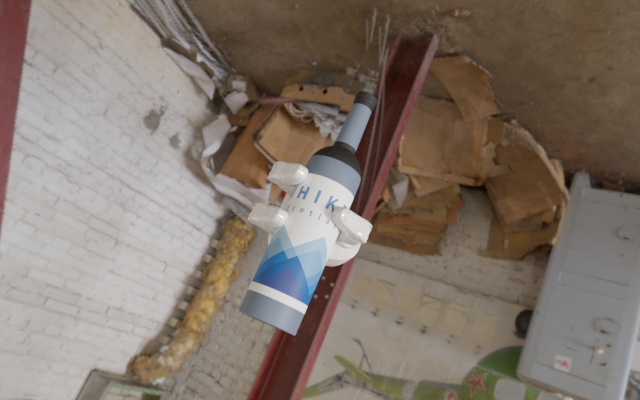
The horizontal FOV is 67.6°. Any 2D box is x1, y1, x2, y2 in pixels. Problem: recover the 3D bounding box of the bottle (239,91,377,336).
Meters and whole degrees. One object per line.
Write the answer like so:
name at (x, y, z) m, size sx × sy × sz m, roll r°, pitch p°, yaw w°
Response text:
bottle at (0.000, 0.002, 0.549) m, size 0.069 × 0.295 × 0.069 m, roll 22°, pitch -16°, yaw 7°
